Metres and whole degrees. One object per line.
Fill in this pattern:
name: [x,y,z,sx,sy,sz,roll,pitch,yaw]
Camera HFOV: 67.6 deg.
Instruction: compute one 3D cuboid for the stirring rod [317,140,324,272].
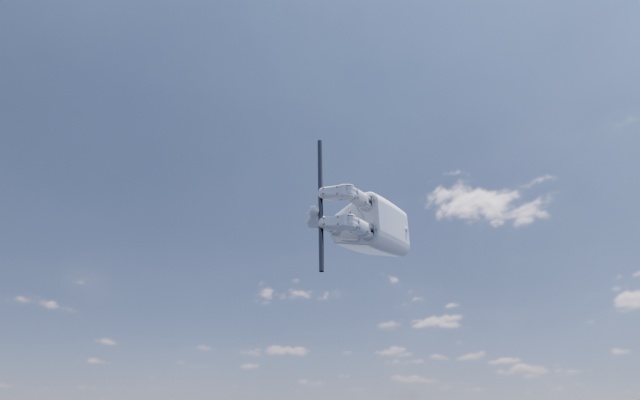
stirring rod: [0.000,0.003,0.798,0.011,0.239,0.011,-1,-26,0]
